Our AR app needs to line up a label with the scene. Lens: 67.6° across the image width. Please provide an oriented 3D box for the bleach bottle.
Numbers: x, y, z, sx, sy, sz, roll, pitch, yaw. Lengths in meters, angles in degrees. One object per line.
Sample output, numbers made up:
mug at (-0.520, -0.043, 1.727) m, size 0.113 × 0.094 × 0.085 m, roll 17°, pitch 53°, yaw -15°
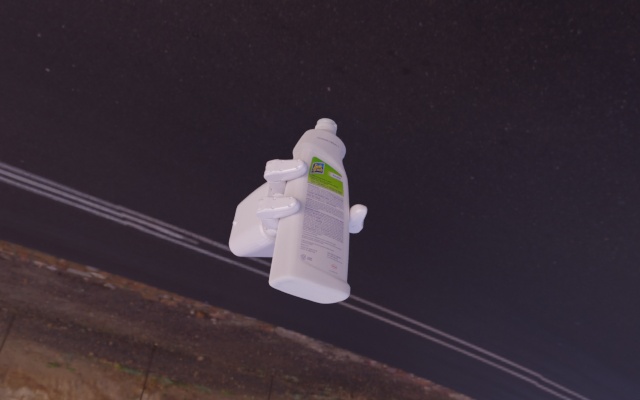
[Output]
bleach bottle at (0.000, 0.002, 0.643) m, size 0.102 × 0.250 × 0.068 m, roll 24°, pitch -31°, yaw -28°
